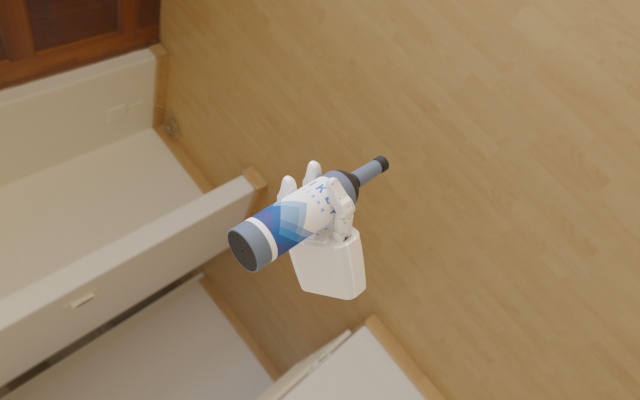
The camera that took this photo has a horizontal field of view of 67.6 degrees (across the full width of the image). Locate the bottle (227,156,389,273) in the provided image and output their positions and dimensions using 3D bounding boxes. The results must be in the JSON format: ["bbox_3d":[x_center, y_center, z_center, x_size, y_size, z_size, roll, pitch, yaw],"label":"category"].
[{"bbox_3d":[0.000,0.002,0.713,0.295,0.069,0.069,-32,19,-34],"label":"bottle"}]
